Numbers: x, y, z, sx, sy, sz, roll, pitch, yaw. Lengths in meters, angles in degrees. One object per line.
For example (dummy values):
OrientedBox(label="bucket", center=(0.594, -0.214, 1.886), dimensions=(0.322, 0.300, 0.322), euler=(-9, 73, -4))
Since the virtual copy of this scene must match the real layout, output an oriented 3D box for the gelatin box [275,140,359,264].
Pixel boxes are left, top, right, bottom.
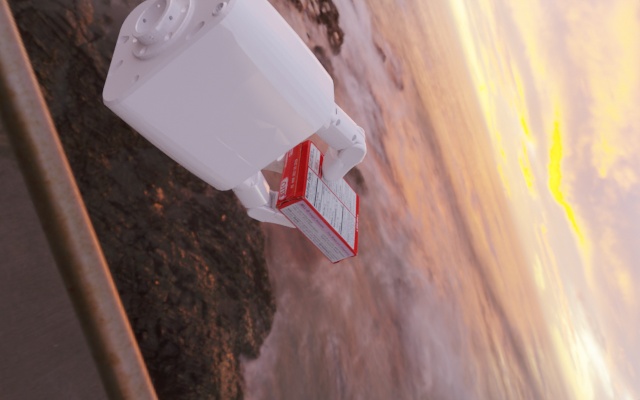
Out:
OrientedBox(label="gelatin box", center=(0.001, 0.001, 0.426), dimensions=(0.030, 0.073, 0.089), euler=(-23, -50, 27))
